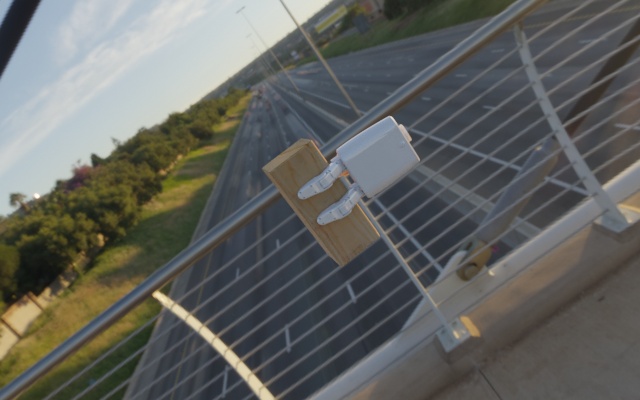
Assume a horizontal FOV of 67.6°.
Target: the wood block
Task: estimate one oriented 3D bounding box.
[{"bbox_3d":[0.000,0.002,0.832,0.090,0.206,0.091,-38,16,-6],"label":"wood block"}]
